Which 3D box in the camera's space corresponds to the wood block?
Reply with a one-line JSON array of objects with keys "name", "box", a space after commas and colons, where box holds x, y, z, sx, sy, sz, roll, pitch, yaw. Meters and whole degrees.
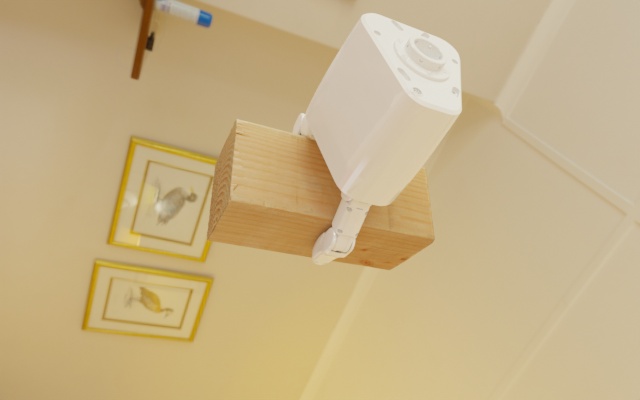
[{"name": "wood block", "box": [0.000, 0.002, 0.484, 0.206, 0.090, 0.090, 12, -31, -21]}]
